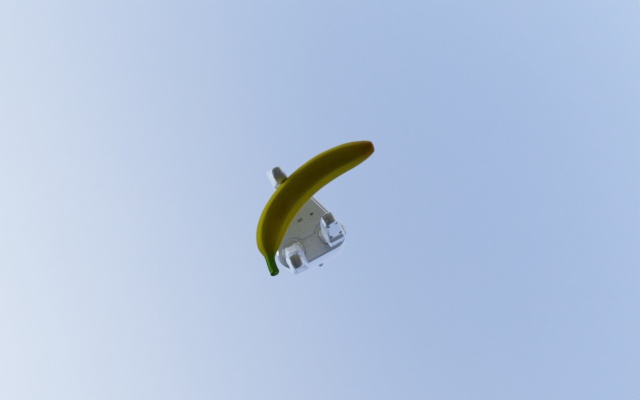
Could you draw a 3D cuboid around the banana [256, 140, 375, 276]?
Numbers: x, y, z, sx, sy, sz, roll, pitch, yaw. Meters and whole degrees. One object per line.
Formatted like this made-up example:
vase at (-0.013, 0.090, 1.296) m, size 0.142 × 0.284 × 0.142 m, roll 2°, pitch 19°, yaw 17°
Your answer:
banana at (-0.017, -0.006, 0.566) m, size 0.069 × 0.197 × 0.037 m, roll 34°, pitch -12°, yaw 17°
